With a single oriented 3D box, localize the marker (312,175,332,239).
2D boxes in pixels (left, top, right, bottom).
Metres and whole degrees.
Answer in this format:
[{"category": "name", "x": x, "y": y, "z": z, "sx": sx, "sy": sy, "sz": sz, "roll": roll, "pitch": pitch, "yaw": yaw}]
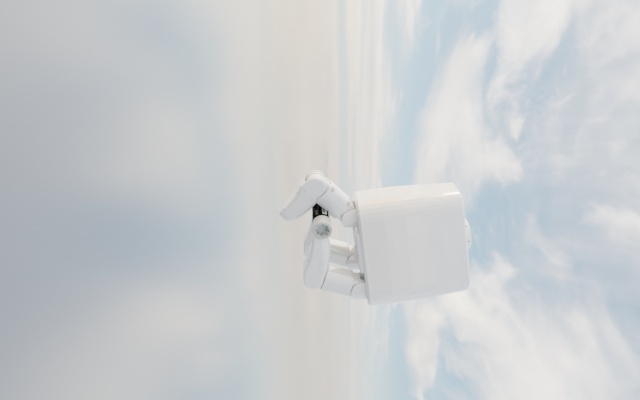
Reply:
[{"category": "marker", "x": 0.000, "y": 0.002, "z": 0.508, "sx": 0.020, "sy": 0.020, "sz": 0.121, "roll": 0, "pitch": 27, "yaw": -2}]
